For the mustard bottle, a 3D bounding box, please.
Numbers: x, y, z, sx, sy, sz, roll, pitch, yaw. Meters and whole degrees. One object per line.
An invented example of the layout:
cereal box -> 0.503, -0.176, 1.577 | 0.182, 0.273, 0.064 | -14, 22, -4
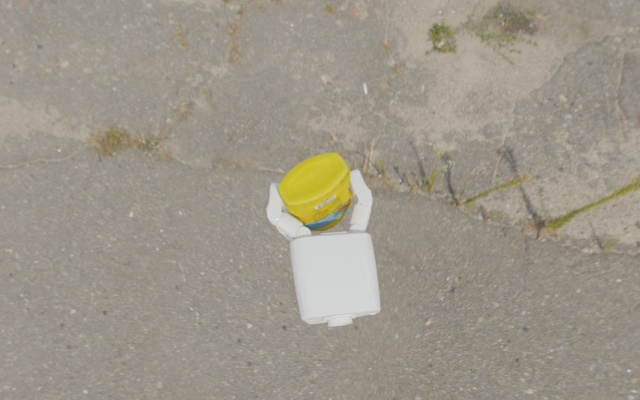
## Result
mustard bottle -> 0.000, 0.002, 0.695 | 0.096, 0.058, 0.192 | -33, -20, -5
